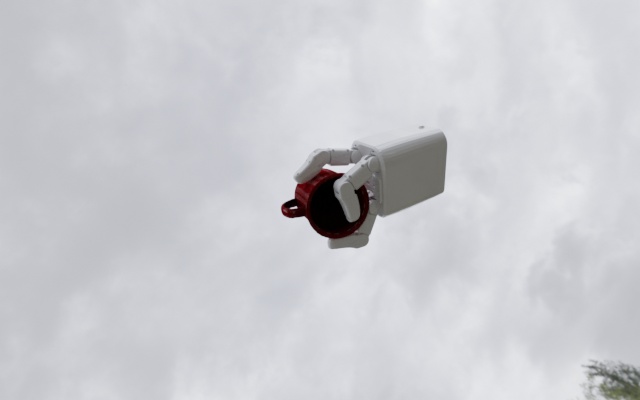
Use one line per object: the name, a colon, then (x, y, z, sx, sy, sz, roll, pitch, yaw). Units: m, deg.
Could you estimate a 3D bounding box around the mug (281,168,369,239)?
mug: (-0.001, 0.003, 0.681, 0.117, 0.093, 0.081, -17, 18, -16)
